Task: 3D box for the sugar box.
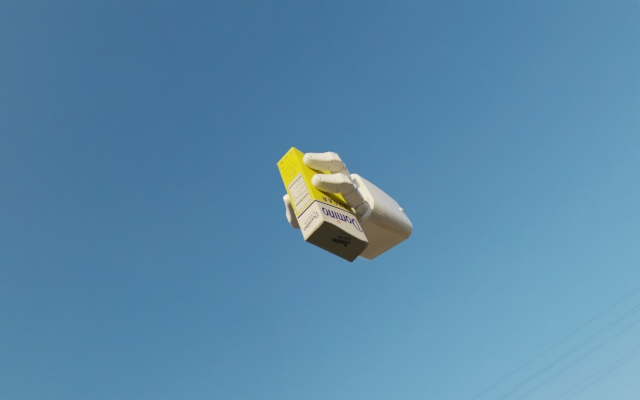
[{"bbox_3d":[0.001,0.002,0.690,0.093,0.048,0.176,29,21,-36],"label":"sugar box"}]
